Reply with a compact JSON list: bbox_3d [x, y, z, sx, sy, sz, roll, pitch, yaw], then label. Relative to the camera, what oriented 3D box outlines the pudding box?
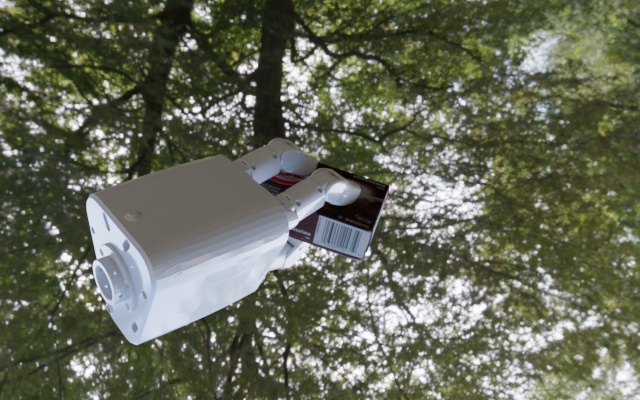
[{"bbox_3d":[0.000,0.002,0.443,0.113,0.039,0.090,21,33,7],"label":"pudding box"}]
